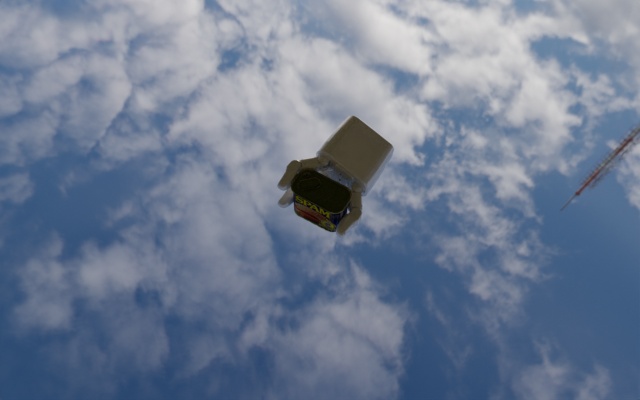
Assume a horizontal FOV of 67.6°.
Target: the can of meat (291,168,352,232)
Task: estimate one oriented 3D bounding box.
[{"bbox_3d":[0.000,0.003,0.833,0.102,0.057,0.084,28,-26,13],"label":"can of meat"}]
